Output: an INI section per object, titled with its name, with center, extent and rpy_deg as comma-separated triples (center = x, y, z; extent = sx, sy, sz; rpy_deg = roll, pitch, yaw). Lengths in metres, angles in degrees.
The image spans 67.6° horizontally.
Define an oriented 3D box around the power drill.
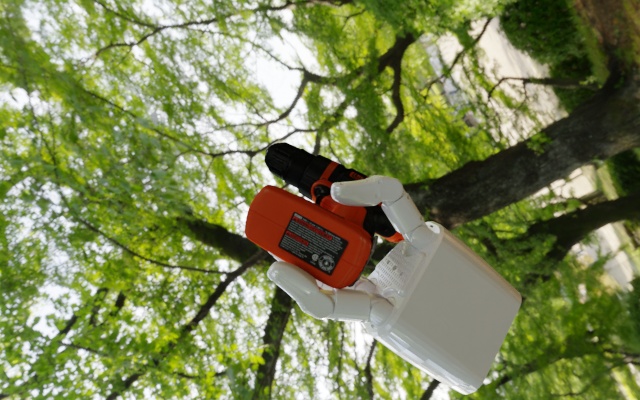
[power drill]
center = 0.000, 0.002, 0.467
extent = 0.184, 0.057, 0.187
rpy_deg = 27, 21, 9
